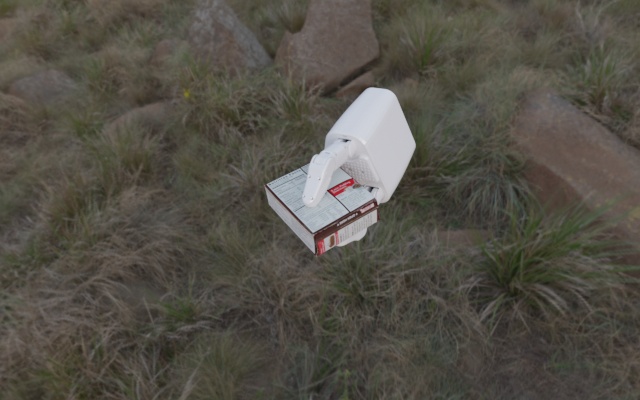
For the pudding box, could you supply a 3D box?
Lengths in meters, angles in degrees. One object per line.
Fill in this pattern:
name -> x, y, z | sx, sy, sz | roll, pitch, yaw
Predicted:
pudding box -> 0.000, 0.002, 0.557 | 0.090, 0.039, 0.113 | -29, 44, -19
